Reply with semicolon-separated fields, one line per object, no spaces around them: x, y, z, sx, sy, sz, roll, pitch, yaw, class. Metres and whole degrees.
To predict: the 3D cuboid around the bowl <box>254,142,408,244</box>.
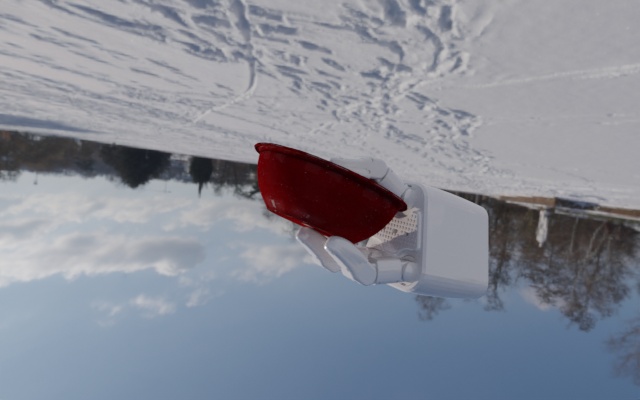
-0.001;0.001;0.468;0.162;0.055;0.162;23;-6;2;bowl
